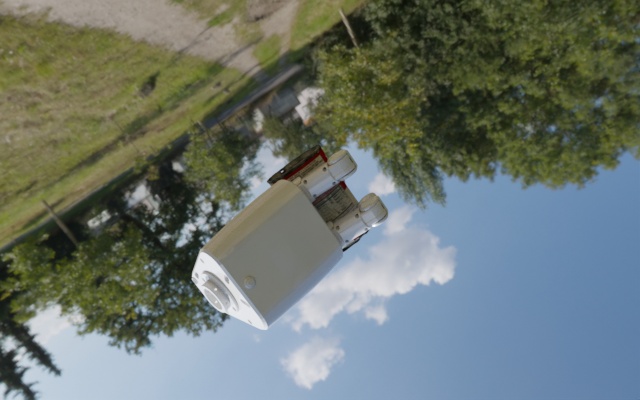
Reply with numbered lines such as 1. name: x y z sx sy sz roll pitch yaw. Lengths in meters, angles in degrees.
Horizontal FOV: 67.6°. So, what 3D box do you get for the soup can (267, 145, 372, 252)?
1. soup can: 0.001 0.002 0.507 0.068 0.102 0.068 -34 10 7
